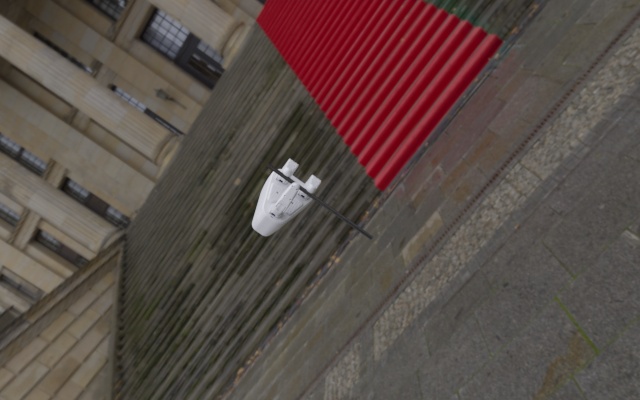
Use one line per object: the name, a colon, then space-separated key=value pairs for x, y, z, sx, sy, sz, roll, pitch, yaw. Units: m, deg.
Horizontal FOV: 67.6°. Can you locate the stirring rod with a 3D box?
stirring rod: x=0.000 y=0.003 z=0.895 sx=0.239 sy=0.011 sz=0.011 roll=35 pitch=-5 yaw=-7
